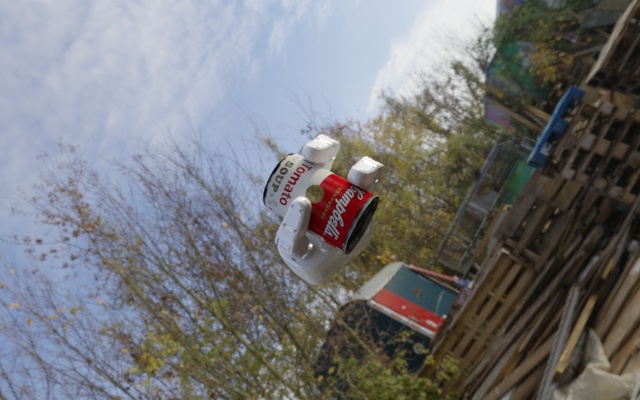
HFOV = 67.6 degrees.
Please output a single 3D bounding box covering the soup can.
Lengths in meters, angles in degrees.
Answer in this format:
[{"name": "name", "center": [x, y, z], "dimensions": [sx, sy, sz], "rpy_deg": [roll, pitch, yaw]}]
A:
[{"name": "soup can", "center": [0.000, 0.001, 0.496], "dimensions": [0.102, 0.068, 0.068], "rpy_deg": [29, 9, 16]}]
